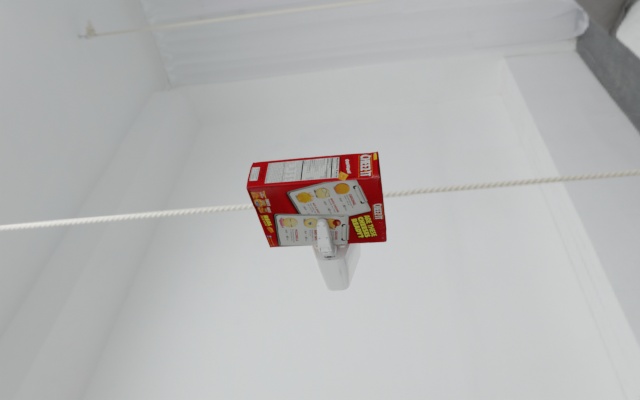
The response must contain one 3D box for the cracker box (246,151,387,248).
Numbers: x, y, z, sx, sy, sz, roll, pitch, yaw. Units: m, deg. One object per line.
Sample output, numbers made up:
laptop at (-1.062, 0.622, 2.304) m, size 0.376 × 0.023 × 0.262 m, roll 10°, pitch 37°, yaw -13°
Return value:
cracker box at (0.000, 0.003, 0.814) m, size 0.214 × 0.072 × 0.164 m, roll -4°, pitch -43°, yaw 9°
